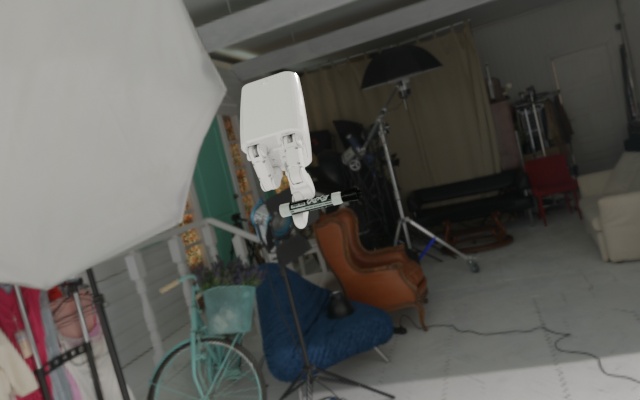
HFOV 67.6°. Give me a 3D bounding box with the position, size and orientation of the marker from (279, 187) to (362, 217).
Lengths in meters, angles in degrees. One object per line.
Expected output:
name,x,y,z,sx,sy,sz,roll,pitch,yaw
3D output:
marker,0.000,0.002,0.678,0.121,0.020,0.020,-13,-4,16
